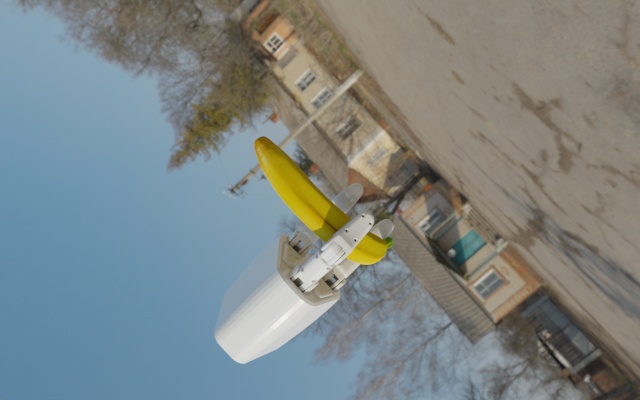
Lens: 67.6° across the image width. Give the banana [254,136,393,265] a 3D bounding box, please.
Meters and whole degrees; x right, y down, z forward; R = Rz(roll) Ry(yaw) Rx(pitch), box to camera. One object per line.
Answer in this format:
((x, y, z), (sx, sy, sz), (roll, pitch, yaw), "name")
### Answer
((0.003, 0.011, 0.498), (0.198, 0.037, 0.069), (40, 16, -18), "banana")
